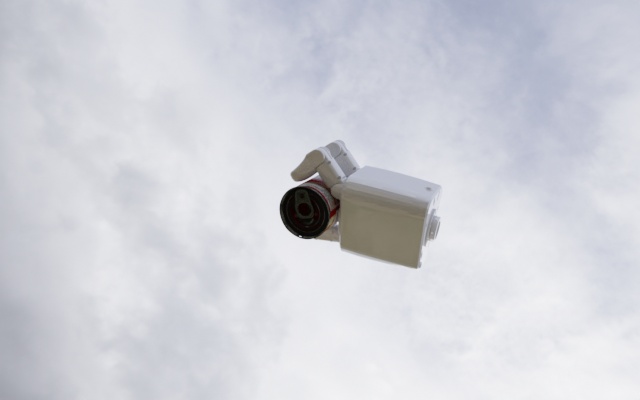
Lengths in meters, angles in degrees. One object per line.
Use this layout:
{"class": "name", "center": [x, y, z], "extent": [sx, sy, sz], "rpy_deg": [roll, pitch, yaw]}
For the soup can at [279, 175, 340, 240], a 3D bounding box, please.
{"class": "soup can", "center": [0.000, 0.002, 0.623], "extent": [0.068, 0.068, 0.102], "rpy_deg": [0, 16, 25]}
